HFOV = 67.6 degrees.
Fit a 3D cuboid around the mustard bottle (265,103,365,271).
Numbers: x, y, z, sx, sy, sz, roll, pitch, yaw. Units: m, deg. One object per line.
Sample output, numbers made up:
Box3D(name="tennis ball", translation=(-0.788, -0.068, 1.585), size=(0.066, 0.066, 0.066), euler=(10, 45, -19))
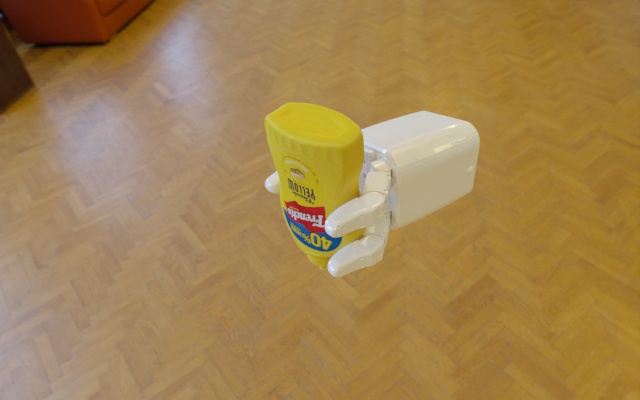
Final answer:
Box3D(name="mustard bottle", translation=(0.000, 0.002, 0.481), size=(0.096, 0.192, 0.058), euler=(24, 50, 30))
